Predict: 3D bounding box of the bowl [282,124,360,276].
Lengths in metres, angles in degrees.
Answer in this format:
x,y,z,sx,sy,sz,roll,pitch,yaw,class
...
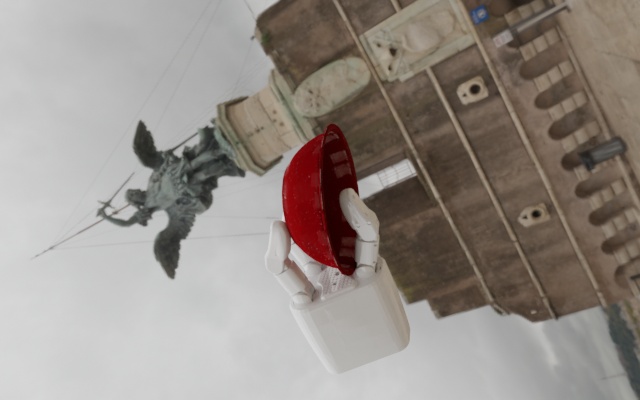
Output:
x,y,z,sx,sy,sz,roll,pitch,yaw,class
-0.001,0.000,0.514,0.055,0.162,0.162,-6,-2,16,bowl
